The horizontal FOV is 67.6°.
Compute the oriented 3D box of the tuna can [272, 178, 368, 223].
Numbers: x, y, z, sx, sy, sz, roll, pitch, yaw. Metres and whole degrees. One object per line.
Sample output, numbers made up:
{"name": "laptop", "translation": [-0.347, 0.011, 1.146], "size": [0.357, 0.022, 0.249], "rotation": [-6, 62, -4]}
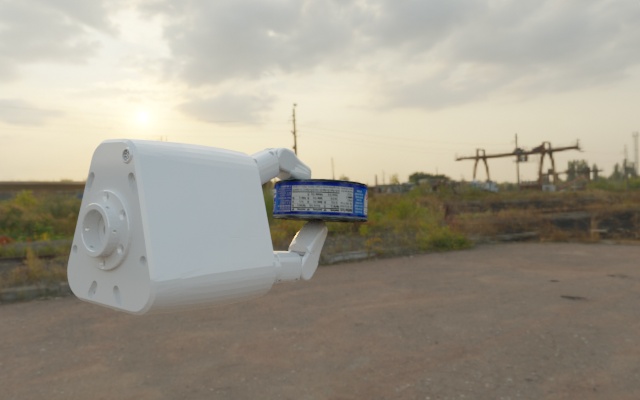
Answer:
{"name": "tuna can", "translation": [0.000, 0.001, 0.431], "size": [0.086, 0.034, 0.086], "rotation": [2, -4, 0]}
